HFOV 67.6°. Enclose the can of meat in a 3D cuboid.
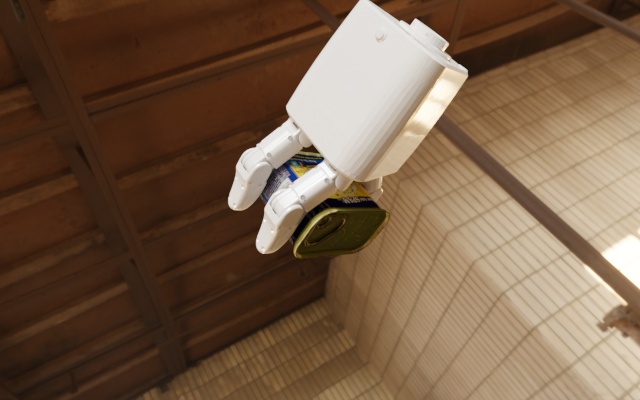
[{"bbox_3d":[0.000,0.001,0.437,0.102,0.057,0.084,1,43,-47],"label":"can of meat"}]
